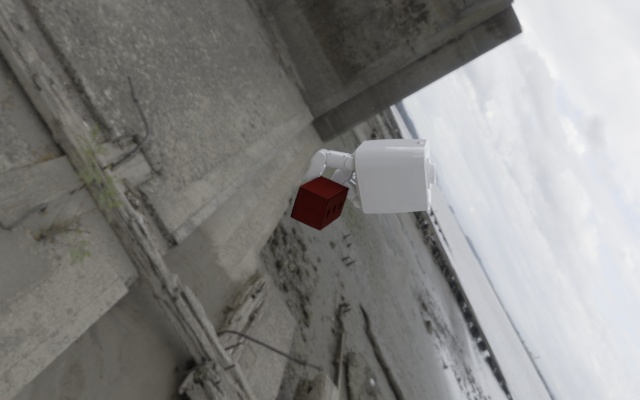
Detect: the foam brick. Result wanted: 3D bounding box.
[{"bbox_3d":[0.000,0.002,0.721,0.051,0.053,0.078,26,26,18],"label":"foam brick"}]
